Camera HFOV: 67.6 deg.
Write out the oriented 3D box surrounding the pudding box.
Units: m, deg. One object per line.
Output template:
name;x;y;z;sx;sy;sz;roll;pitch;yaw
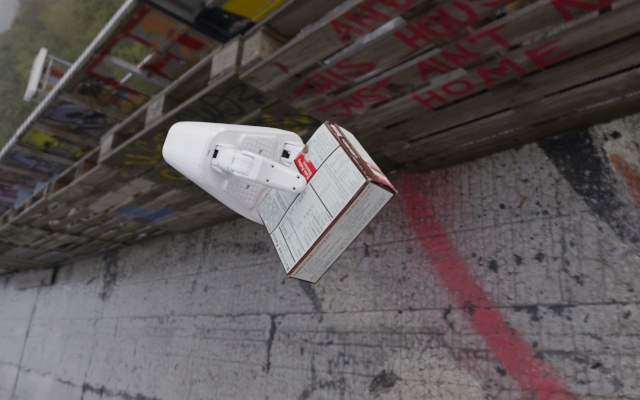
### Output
pudding box;0.000;0.001;0.413;0.039;0.113;0.090;19;29;-41
